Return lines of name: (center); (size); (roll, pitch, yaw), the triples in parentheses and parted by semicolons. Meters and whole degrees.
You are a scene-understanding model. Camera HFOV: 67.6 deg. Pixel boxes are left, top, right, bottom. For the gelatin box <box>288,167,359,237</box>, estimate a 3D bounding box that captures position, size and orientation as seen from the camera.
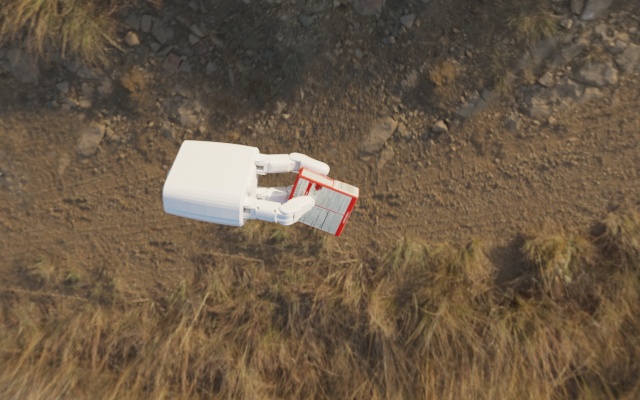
gelatin box: (0.000, 0.003, 0.672); (0.089, 0.073, 0.030); (21, 31, -4)
